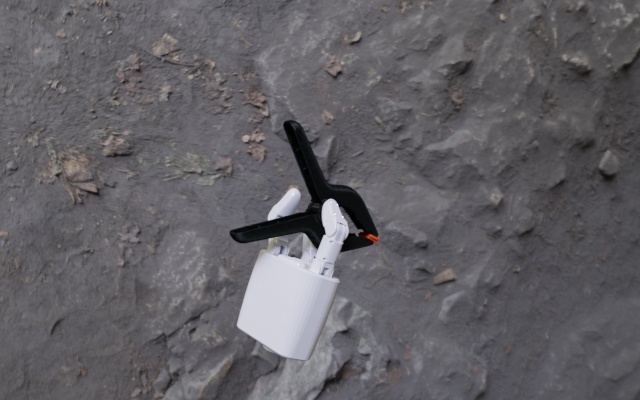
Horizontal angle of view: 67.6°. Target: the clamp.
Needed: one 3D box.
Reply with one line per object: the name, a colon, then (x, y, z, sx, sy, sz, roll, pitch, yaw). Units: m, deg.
clamp: (0.001, 0.003, 0.630, 0.210, 0.164, 0.036, 22, -2, -32)
